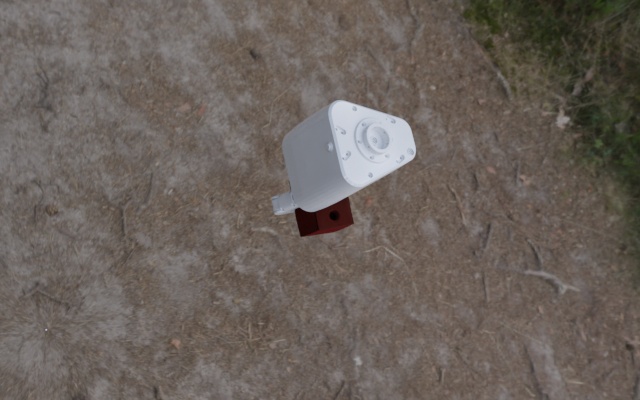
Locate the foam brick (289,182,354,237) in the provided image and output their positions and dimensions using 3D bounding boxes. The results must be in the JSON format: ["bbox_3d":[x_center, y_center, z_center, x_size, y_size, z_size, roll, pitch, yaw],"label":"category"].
[{"bbox_3d":[0.000,0.002,0.598,0.053,0.078,0.051,-8,-8,-32],"label":"foam brick"}]
